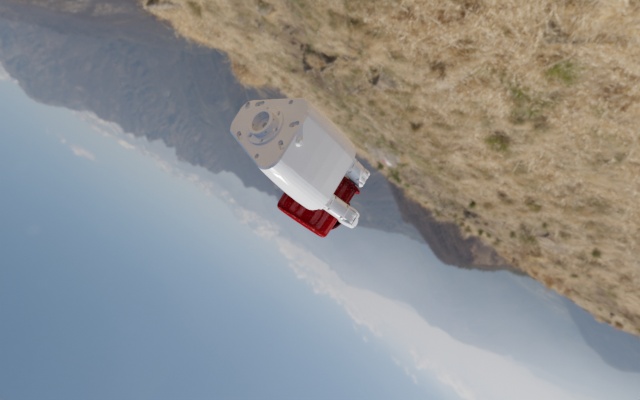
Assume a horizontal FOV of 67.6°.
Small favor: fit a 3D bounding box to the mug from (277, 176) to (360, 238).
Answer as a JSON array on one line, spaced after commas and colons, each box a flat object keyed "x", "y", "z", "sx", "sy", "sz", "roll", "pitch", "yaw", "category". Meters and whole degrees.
[{"x": 0.001, "y": 0.003, "z": 0.667, "sx": 0.093, "sy": 0.081, "sz": 0.117, "roll": 29, "pitch": -7, "yaw": 41, "category": "mug"}]
